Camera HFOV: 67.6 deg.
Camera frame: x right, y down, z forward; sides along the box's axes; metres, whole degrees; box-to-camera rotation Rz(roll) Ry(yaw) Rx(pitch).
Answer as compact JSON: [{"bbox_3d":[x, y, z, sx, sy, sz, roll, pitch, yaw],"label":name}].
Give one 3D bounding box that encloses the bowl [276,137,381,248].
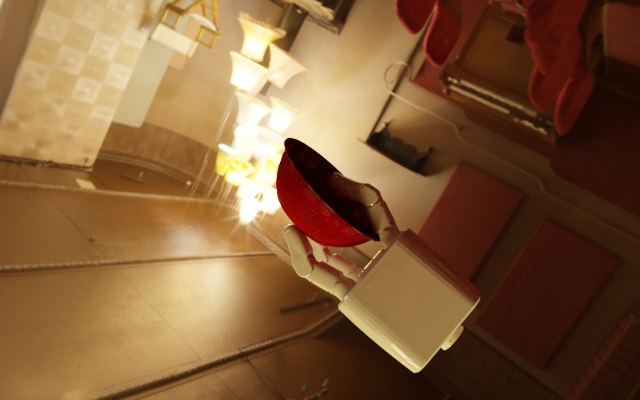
[{"bbox_3d":[-0.001,0.001,0.561,0.055,0.162,0.162,-43,-14,16],"label":"bowl"}]
